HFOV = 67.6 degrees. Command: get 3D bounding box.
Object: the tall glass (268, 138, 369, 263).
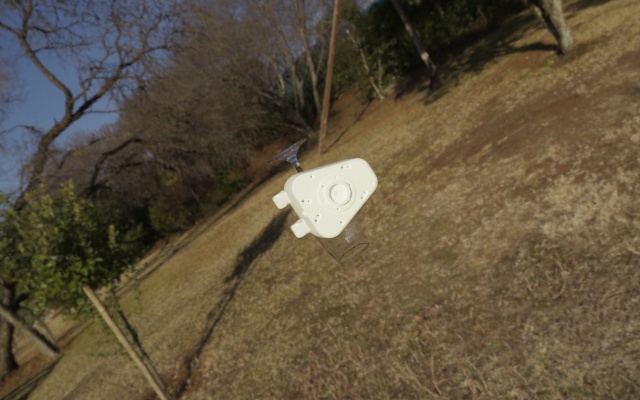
[{"bbox_3d":[0.000,0.002,0.774,0.079,0.201,0.079,-33,4,3],"label":"tall glass"}]
